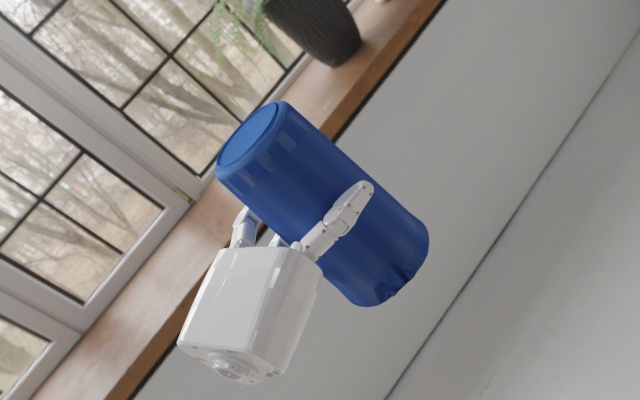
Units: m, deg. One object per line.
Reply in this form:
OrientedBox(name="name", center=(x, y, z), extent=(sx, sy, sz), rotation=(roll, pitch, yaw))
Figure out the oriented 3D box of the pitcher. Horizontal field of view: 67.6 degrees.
OrientedBox(name="pitcher", center=(0.000, 0.002, 0.551), extent=(0.149, 0.145, 0.243), rotation=(-18, -51, 44))
